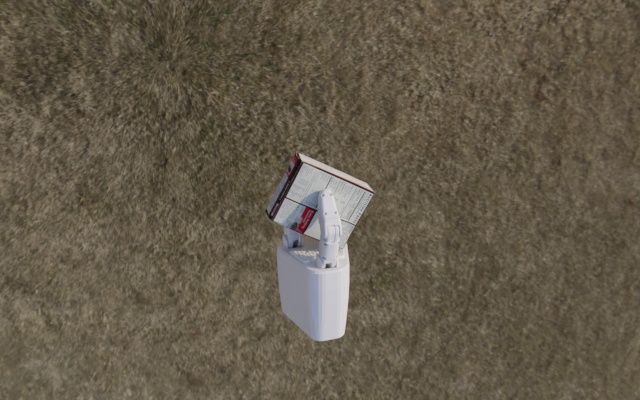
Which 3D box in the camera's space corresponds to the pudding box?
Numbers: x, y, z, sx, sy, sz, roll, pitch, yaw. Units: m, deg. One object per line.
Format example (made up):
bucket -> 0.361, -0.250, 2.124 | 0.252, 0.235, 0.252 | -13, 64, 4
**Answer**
pudding box -> 0.000, 0.002, 0.610 | 0.113, 0.090, 0.039 | 22, 14, -25
